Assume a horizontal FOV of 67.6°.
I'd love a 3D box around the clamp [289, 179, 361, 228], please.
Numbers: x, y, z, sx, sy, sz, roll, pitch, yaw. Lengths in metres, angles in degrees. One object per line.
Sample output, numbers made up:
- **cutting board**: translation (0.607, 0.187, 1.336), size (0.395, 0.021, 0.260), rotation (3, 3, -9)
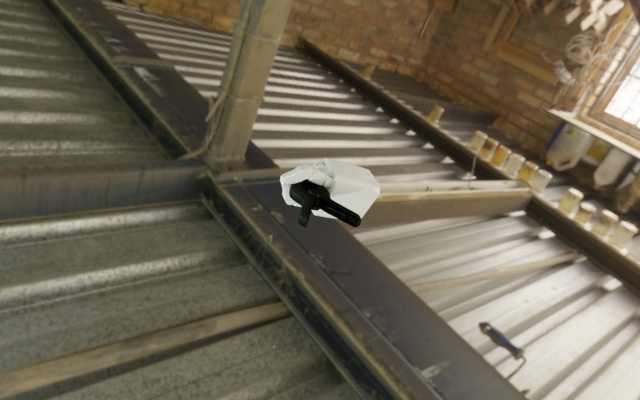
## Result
- **clamp**: translation (0.000, 0.003, 0.886), size (0.120, 0.039, 0.171), rotation (11, 28, -24)
